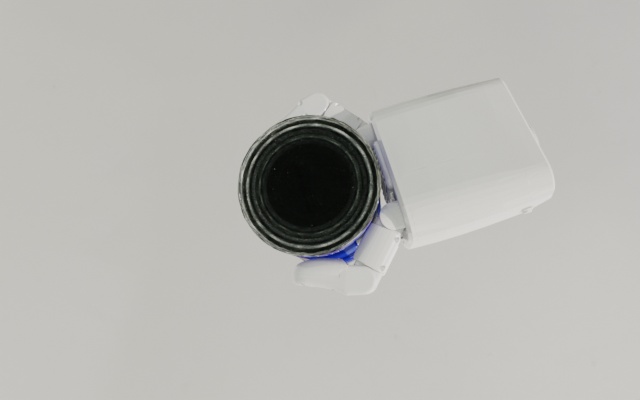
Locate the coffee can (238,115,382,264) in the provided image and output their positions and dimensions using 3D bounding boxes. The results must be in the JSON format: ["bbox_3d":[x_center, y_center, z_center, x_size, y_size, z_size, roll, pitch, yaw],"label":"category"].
[{"bbox_3d":[0.000,0.001,0.402,0.103,0.102,0.140,0,-11,7],"label":"coffee can"}]
